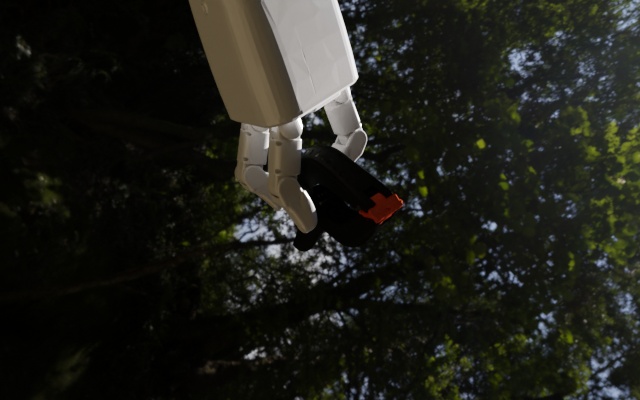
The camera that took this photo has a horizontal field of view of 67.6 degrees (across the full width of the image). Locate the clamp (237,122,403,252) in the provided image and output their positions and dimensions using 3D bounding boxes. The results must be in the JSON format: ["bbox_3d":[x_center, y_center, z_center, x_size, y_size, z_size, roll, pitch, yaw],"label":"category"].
[{"bbox_3d":[0.001,0.001,0.441,0.036,0.165,0.210,-33,29,-22],"label":"clamp"}]
